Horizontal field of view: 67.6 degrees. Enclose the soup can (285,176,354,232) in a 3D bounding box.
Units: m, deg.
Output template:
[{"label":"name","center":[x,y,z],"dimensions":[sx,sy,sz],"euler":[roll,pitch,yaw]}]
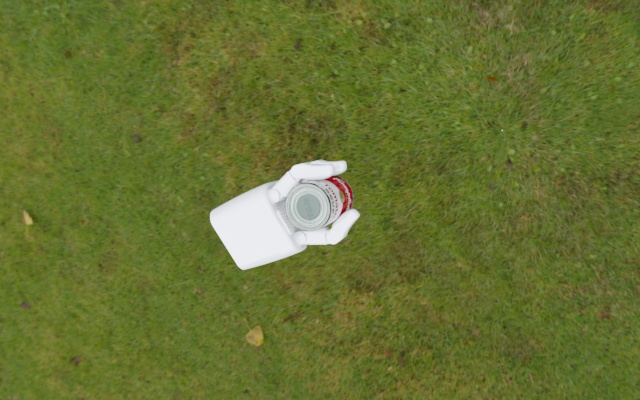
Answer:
[{"label":"soup can","center":[0.000,0.002,0.677],"dimensions":[0.068,0.068,0.102],"euler":[0,8,21]}]
